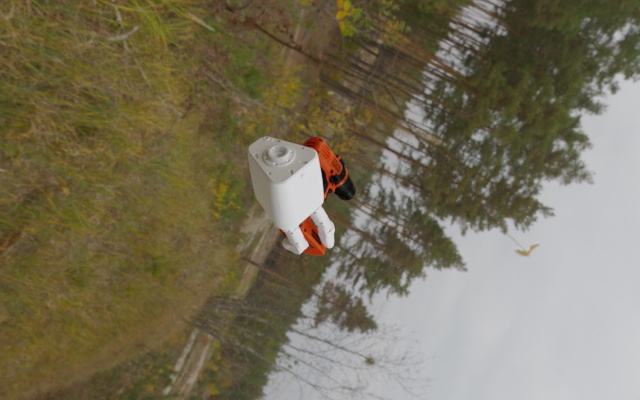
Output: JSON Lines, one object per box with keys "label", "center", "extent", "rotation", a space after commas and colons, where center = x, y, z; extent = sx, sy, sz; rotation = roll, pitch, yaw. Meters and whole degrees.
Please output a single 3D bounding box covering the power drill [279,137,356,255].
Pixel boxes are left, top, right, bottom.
{"label": "power drill", "center": [0.000, 0.003, 0.890], "extent": [0.057, 0.187, 0.184], "rotation": [1, -29, 32]}
